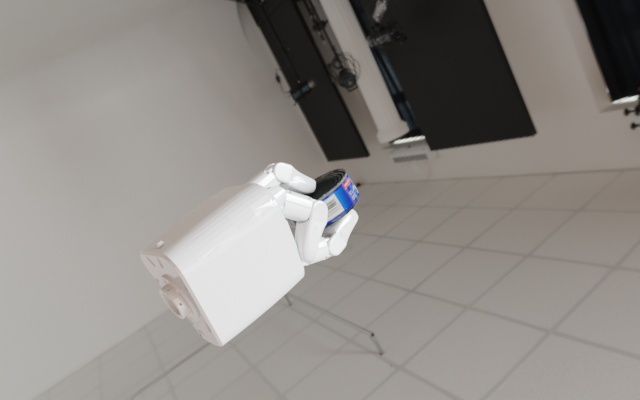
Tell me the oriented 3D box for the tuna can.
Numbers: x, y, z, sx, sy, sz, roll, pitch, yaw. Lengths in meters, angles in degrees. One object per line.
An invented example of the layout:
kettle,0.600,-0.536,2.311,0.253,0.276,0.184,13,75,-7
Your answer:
tuna can,0.000,0.002,0.537,0.086,0.034,0.086,-30,16,10
